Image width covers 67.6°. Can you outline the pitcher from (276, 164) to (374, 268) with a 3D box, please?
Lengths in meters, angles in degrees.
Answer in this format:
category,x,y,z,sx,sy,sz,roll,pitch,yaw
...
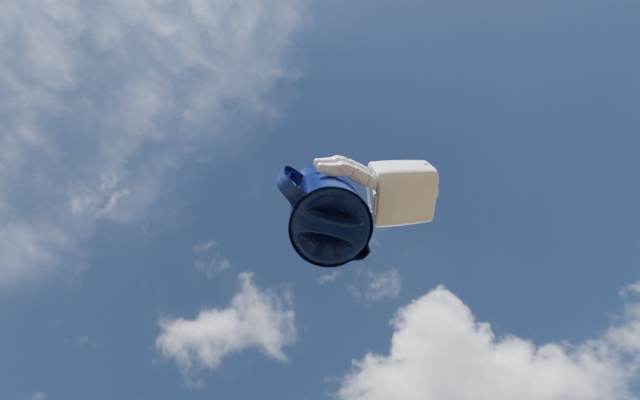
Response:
category,x,y,z,sx,sy,sz,roll,pitch,yaw
pitcher,0.000,0.003,0.841,0.145,0.149,0.242,-5,17,-4
